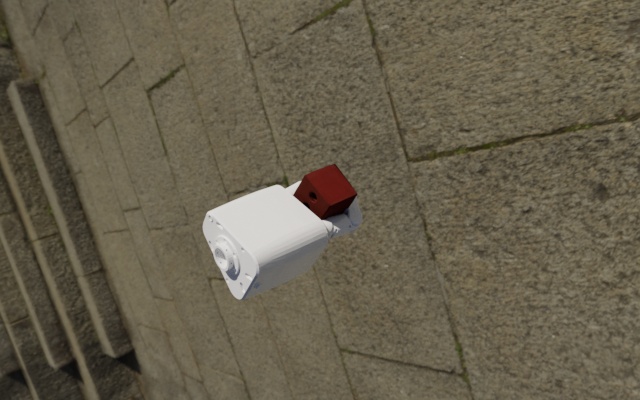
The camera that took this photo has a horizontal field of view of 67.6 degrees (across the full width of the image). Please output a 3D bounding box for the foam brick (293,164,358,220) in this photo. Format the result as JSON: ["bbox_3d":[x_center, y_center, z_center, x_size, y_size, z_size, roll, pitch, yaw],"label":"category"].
[{"bbox_3d":[0.000,0.002,0.610,0.051,0.053,0.078,-22,-24,-39],"label":"foam brick"}]
